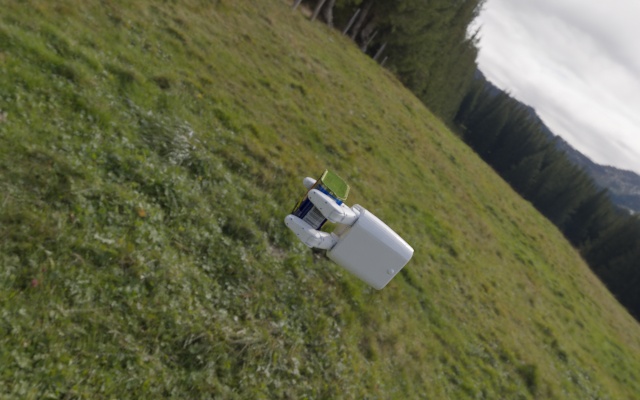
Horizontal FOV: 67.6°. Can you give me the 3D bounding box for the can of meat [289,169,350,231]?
[{"bbox_3d":[0.000,0.002,0.775,0.057,0.084,0.102,38,19,-5],"label":"can of meat"}]
